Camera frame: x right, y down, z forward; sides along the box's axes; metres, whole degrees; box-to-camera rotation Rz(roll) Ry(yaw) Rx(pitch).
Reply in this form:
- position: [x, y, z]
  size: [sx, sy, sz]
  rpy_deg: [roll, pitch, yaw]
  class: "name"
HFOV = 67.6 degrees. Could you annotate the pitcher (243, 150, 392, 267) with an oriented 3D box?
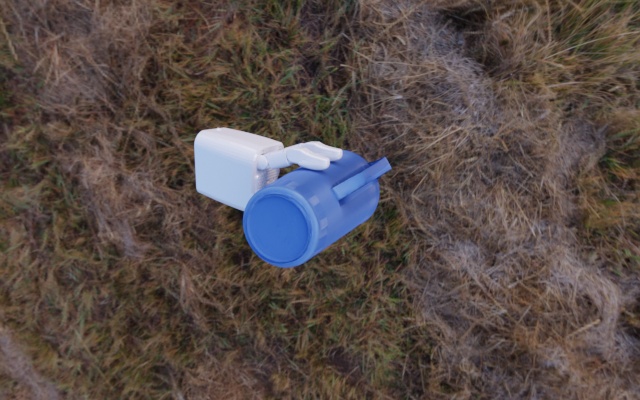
- position: [0.000, 0.002, 0.694]
  size: [0.145, 0.149, 0.242]
  rpy_deg: [20, 20, 17]
  class: "pitcher"
